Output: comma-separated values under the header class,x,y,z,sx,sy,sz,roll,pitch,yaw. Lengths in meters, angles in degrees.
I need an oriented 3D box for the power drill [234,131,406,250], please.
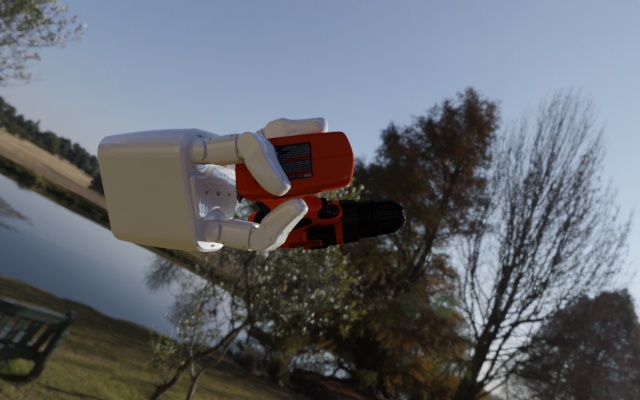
class,x,y,z,sx,sy,sz,roll,pitch,yaw
power drill,0.000,0.001,0.492,0.184,0.057,0.188,-8,-25,2
